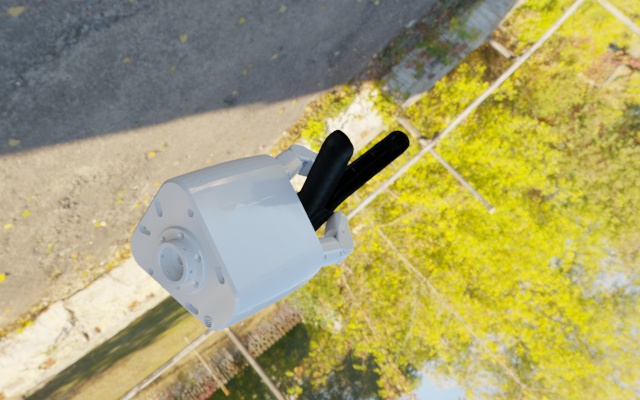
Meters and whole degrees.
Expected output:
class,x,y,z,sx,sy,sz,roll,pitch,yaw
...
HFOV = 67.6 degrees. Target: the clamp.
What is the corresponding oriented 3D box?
class,x,y,z,sx,sy,sz,roll,pitch,yaw
clamp,0.000,0.003,0.484,0.210,0.036,0.164,-48,-16,32
